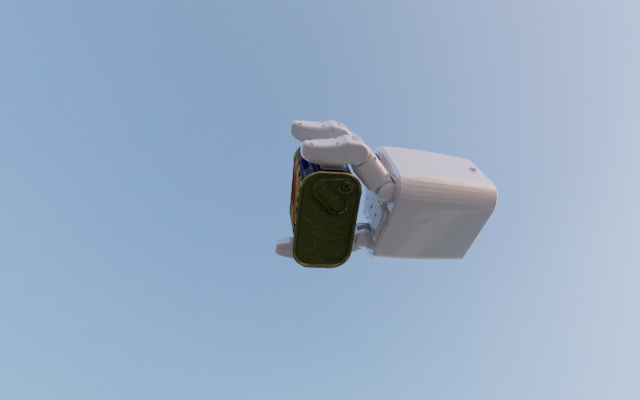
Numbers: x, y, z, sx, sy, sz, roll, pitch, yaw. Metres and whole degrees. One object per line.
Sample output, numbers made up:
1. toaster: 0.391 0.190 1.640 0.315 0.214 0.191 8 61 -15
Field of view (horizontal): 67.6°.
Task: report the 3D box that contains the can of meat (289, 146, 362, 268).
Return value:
1. can of meat: 0.000 0.001 0.476 0.057 0.102 0.084 2 28 -10
